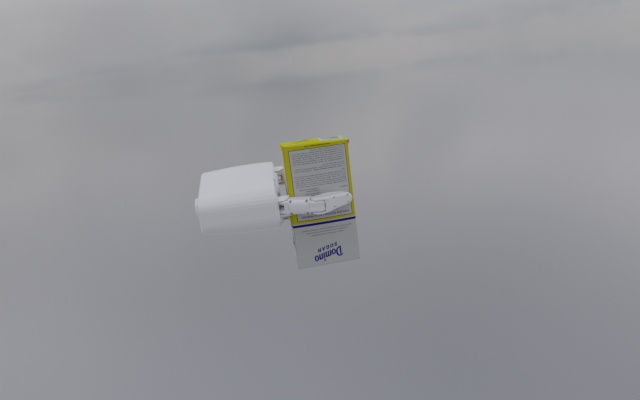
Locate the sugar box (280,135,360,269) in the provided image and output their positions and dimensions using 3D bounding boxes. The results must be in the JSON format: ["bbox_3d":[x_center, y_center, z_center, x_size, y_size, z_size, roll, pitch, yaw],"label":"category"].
[{"bbox_3d":[0.000,0.002,0.676,0.093,0.176,0.048,-8,17,-8],"label":"sugar box"}]
